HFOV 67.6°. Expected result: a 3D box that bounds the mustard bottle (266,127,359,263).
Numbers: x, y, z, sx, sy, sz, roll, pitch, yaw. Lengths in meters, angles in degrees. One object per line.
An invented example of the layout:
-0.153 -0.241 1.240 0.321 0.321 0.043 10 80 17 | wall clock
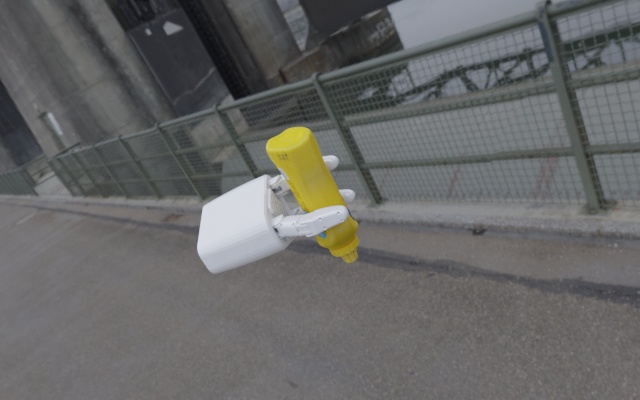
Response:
0.000 0.002 0.613 0.058 0.192 0.096 -32 22 -11 | mustard bottle
